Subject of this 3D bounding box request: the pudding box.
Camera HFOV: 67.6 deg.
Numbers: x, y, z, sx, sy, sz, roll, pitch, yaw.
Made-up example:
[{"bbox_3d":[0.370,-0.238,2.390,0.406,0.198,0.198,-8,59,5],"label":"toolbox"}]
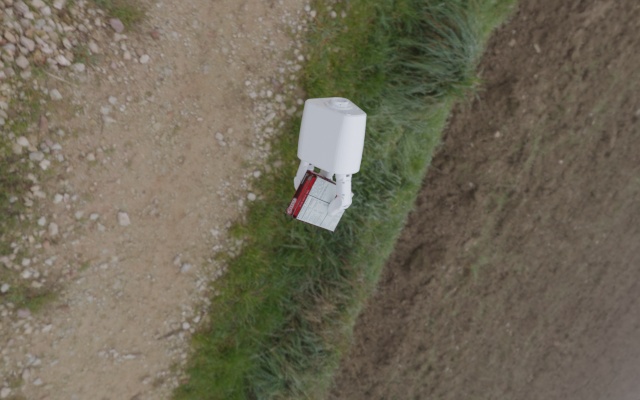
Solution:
[{"bbox_3d":[0.000,0.003,0.892,0.113,0.090,0.039,22,9,-44],"label":"pudding box"}]
